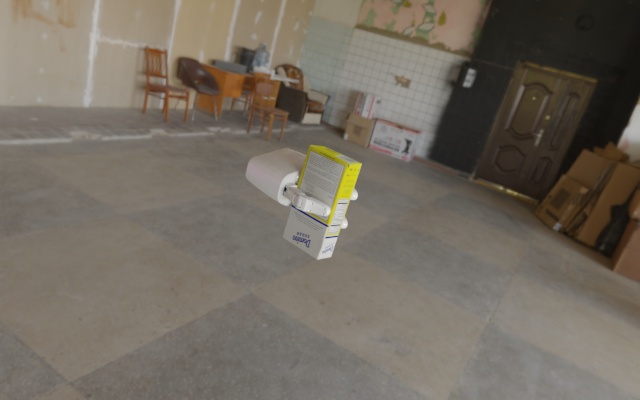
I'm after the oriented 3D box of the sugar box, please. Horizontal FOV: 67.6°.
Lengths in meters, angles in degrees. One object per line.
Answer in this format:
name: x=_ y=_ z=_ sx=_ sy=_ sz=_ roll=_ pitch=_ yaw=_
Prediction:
sugar box: x=0.000 y=0.003 z=0.825 sx=0.093 sy=0.176 sz=0.048 roll=30 pitch=22 yaw=35
